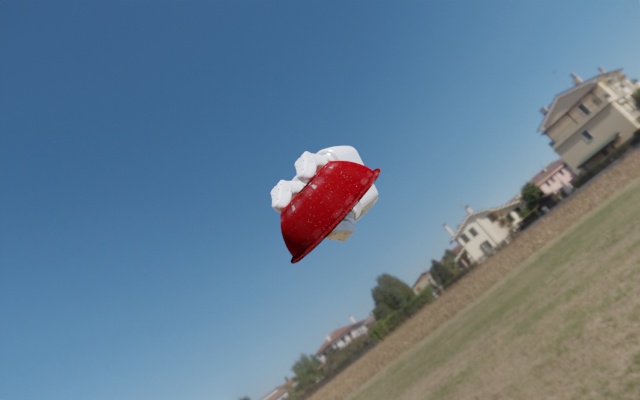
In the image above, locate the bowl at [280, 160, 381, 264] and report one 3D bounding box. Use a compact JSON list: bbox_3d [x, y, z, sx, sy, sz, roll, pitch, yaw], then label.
[{"bbox_3d":[0.000,0.002,0.596,0.055,0.162,0.162,43,-4,-4],"label":"bowl"}]
